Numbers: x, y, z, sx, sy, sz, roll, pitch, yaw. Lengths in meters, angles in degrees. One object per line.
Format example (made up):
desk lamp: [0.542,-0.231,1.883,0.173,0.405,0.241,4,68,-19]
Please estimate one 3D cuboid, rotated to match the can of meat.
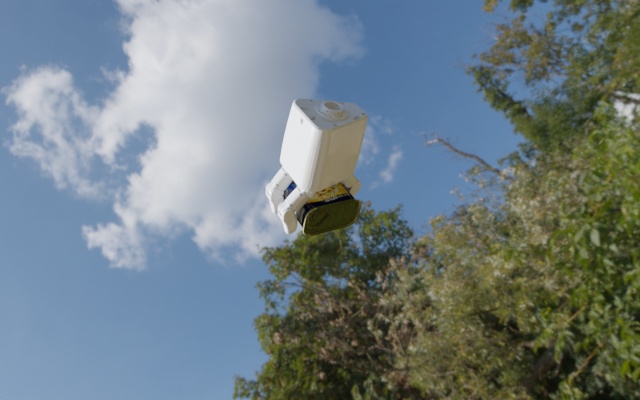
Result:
can of meat: [0.000,0.002,0.773,0.102,0.057,0.084,-13,45,-27]
